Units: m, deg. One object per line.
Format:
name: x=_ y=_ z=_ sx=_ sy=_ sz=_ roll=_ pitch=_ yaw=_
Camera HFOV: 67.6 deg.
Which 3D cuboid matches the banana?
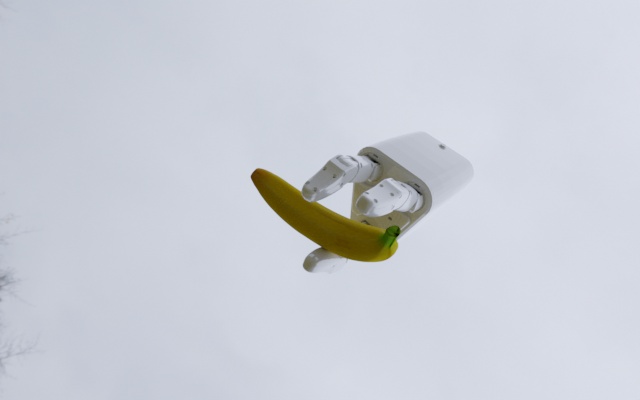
banana: x=0.006 y=0.018 z=0.472 sx=0.197 sy=0.070 sz=0.037 roll=21 pitch=46 yaw=40
